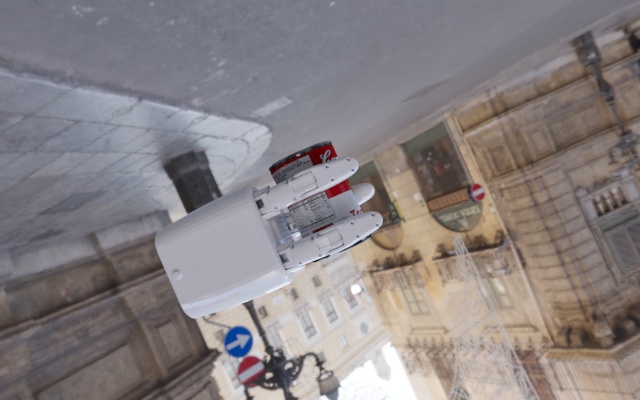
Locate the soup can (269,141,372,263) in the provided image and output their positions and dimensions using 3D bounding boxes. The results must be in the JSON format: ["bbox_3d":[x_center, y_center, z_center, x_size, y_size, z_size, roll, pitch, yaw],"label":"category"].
[{"bbox_3d":[0.001,0.002,0.469,0.068,0.102,0.068,-24,-1,-1],"label":"soup can"}]
